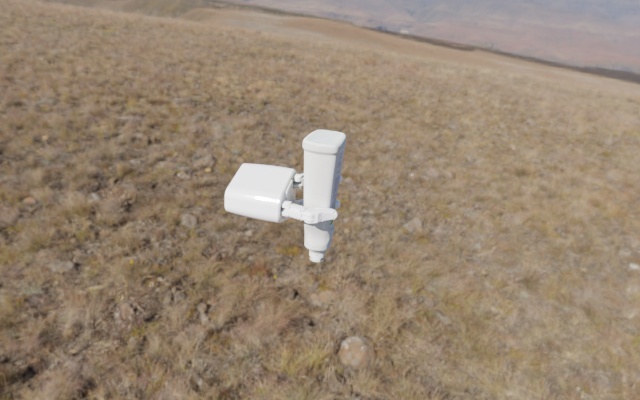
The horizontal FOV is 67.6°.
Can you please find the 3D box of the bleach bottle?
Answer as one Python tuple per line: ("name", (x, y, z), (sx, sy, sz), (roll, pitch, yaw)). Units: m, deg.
("bleach bottle", (0.000, 0.003, 0.882), (0.068, 0.251, 0.102), (10, 24, 12))
